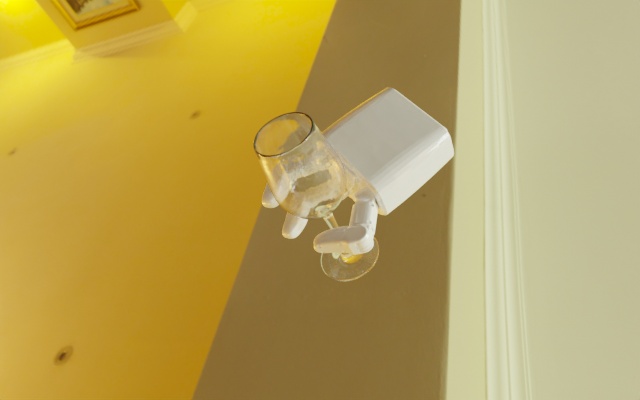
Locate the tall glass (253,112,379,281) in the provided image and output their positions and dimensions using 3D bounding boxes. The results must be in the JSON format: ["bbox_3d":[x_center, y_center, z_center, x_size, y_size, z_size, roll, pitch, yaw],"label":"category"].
[{"bbox_3d":[0.000,0.002,0.512,0.079,0.079,0.201,0,-40,28],"label":"tall glass"}]
